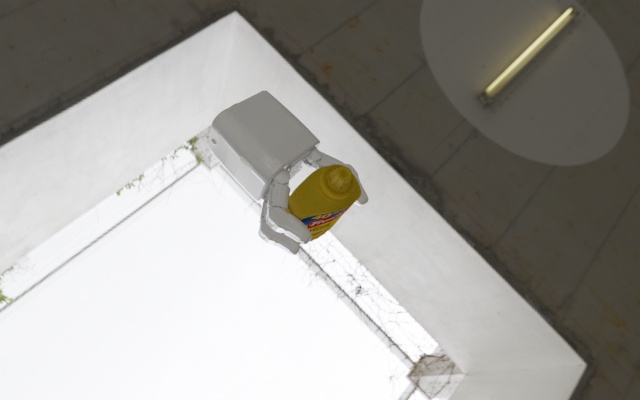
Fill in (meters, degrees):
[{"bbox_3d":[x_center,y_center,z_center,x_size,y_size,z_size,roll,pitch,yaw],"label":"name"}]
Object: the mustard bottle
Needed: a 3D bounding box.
[{"bbox_3d":[0.000,0.002,0.615,0.096,0.058,0.192,-17,-15,-22],"label":"mustard bottle"}]
